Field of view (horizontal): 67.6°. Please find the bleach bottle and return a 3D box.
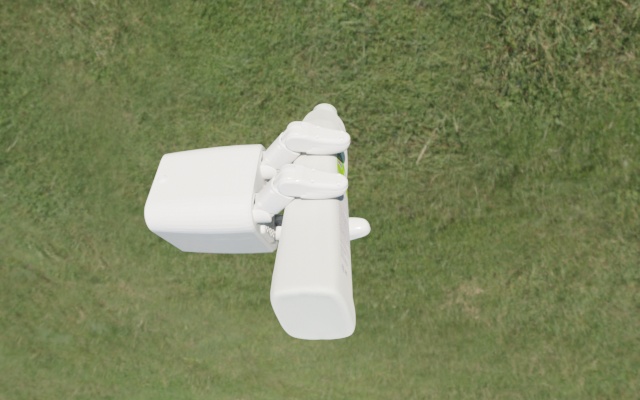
[{"bbox_3d":[0.000,0.002,0.482,0.068,0.250,0.103,-3,-39,9],"label":"bleach bottle"}]
